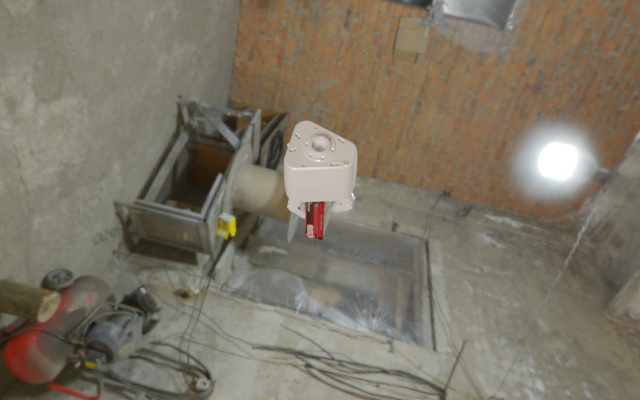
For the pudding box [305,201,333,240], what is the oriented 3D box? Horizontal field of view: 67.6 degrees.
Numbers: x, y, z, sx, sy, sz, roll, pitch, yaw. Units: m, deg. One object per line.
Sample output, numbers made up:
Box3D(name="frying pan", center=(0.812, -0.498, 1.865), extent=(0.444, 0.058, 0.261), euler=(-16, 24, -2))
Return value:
Box3D(name="pudding box", center=(0.000, 0.003, 0.871), extent=(0.039, 0.090, 0.113), euler=(11, 36, 9))
